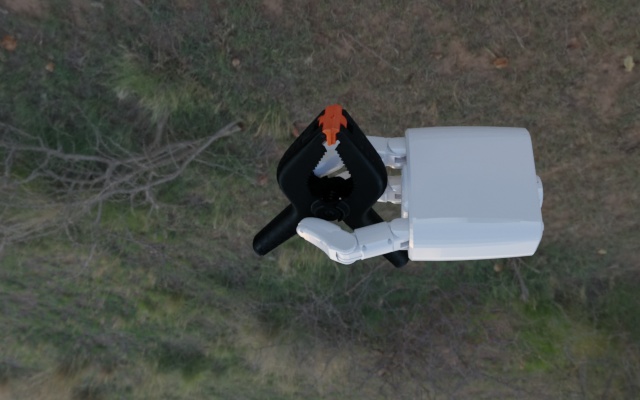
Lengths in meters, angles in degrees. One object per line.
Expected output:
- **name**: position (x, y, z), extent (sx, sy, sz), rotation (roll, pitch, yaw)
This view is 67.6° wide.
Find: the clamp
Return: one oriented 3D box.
- **clamp**: position (0.000, 0.002, 0.437), extent (0.164, 0.036, 0.210), rotation (-1, -37, 9)
